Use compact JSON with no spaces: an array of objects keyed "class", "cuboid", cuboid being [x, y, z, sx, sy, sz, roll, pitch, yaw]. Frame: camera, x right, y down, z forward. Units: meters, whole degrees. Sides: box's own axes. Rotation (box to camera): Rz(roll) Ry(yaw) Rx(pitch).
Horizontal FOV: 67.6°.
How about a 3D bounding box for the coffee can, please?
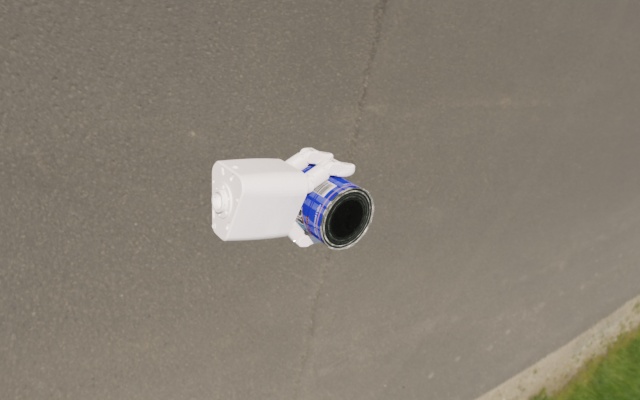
[{"class":"coffee can","cuboid":[0.000,0.002,0.755,0.103,0.103,0.140,0,22,-40]}]
